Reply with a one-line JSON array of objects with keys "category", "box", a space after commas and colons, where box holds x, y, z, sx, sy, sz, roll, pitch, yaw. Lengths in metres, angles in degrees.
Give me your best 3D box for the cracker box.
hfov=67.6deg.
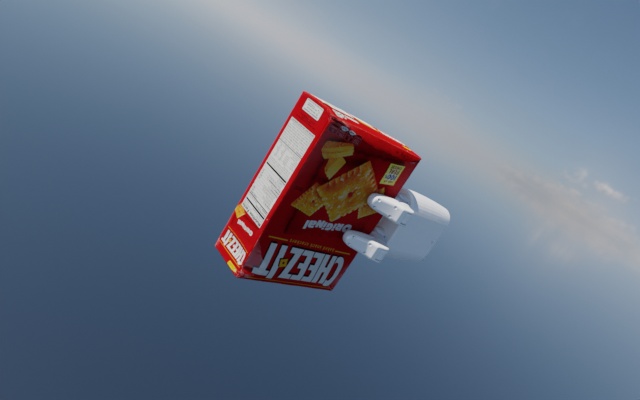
[{"category": "cracker box", "box": [0.000, 0.002, 0.573, 0.164, 0.214, 0.072, 18, 20, -43]}]
